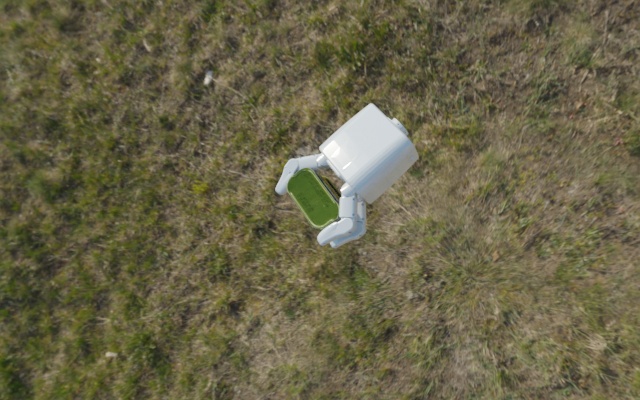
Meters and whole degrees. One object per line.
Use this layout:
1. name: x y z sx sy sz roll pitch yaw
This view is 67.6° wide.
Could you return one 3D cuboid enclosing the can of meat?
1. can of meat: 0.000 0.002 0.739 0.057 0.102 0.084 -39 -18 8
